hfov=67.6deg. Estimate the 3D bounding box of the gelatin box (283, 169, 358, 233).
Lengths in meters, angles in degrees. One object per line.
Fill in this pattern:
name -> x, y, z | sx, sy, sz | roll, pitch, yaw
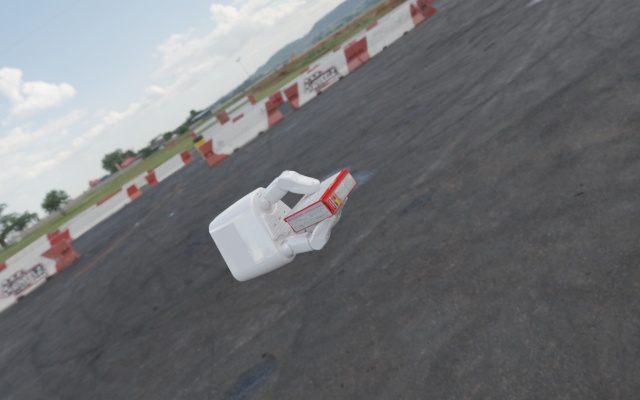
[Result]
gelatin box -> 0.000, 0.002, 0.655 | 0.089, 0.030, 0.073 | -29, 16, 46
